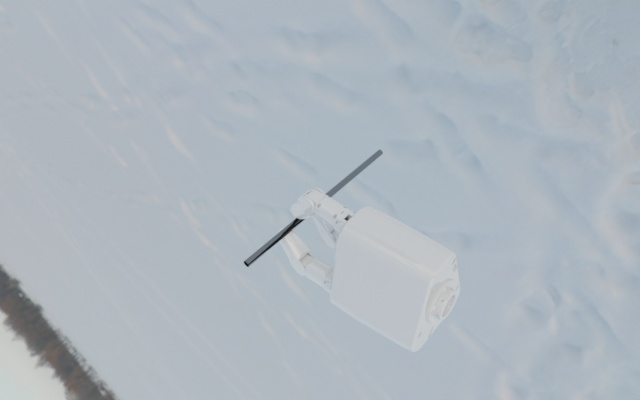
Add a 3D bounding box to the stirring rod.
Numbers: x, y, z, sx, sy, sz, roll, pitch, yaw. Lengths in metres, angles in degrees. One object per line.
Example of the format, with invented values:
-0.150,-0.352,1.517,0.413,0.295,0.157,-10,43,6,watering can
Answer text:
0.000,0.002,0.570,0.239,0.011,0.011,-40,23,-31,stirring rod
